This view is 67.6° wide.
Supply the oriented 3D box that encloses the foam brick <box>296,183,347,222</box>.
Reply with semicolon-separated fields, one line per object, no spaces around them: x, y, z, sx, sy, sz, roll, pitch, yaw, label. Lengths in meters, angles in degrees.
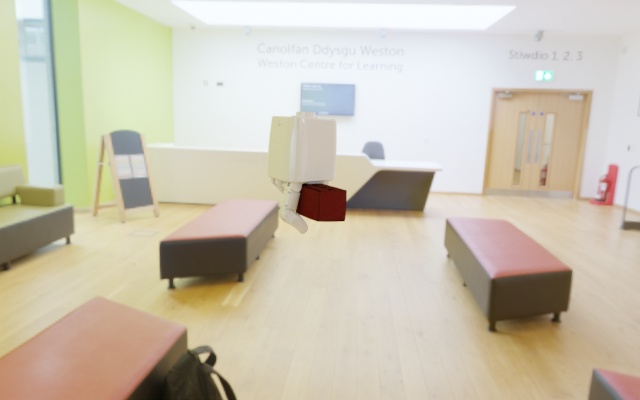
0.000;0.003;0.784;0.053;0.051;0.078;0;10;-32;foam brick
